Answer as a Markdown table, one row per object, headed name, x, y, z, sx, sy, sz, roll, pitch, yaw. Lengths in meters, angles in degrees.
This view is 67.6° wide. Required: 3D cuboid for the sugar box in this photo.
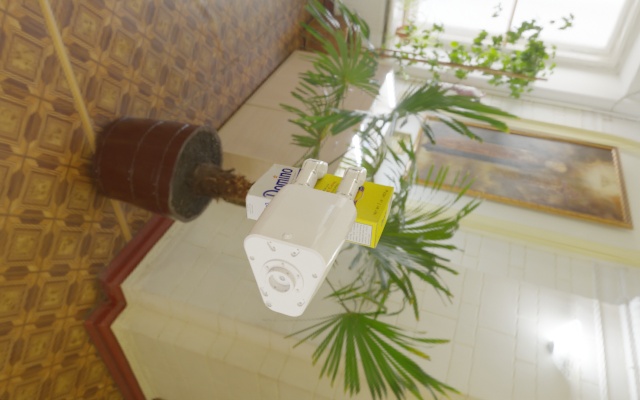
| name | x | y | z | sx | sy | sz | roll | pitch | yaw |
| --- | --- | --- | --- | --- | --- | --- | --- | --- | --- |
| sugar box | 0.000 | 0.002 | 0.628 | 0.176 | 0.048 | 0.093 | 14 | 34 | 14 |
